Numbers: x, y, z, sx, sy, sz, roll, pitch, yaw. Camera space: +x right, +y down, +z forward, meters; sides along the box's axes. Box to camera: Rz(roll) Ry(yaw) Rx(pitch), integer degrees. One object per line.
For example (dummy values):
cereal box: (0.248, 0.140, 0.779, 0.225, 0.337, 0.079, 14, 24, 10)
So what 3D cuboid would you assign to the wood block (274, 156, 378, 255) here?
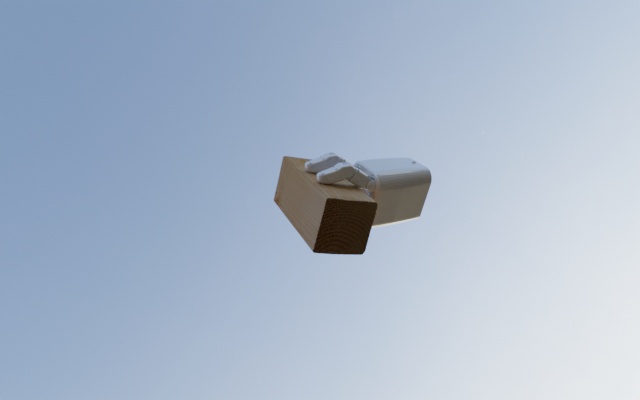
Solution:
wood block: (0.000, 0.003, 0.796, 0.090, 0.091, 0.206, 5, 19, -25)
